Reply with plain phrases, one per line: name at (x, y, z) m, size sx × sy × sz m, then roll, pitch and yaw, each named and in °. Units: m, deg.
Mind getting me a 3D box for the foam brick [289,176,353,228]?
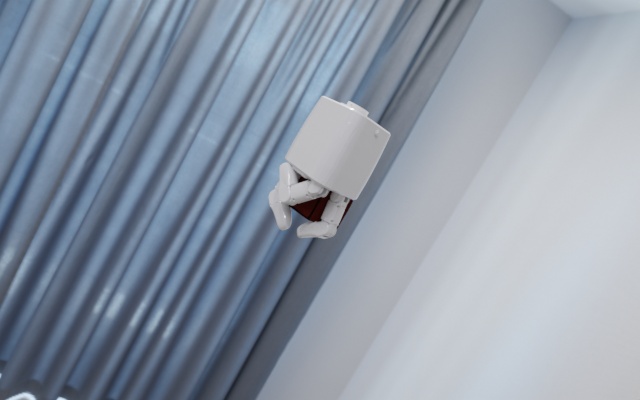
foam brick at (0.000, 0.002, 0.704) m, size 0.053 × 0.051 × 0.078 m, roll 34°, pitch 8°, yaw 35°
